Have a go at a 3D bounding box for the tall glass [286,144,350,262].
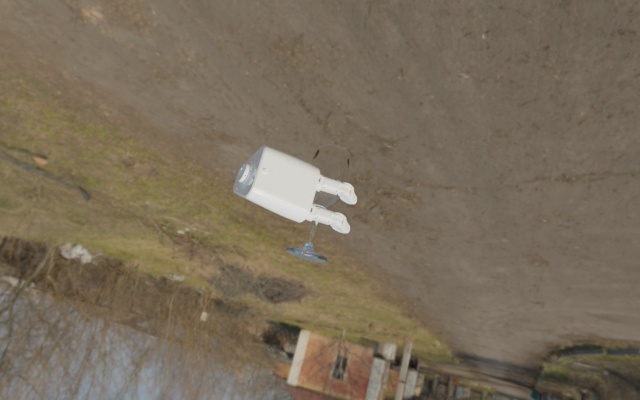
[{"bbox_3d":[0.000,0.003,0.849,0.079,0.201,0.079,14,-18,4],"label":"tall glass"}]
